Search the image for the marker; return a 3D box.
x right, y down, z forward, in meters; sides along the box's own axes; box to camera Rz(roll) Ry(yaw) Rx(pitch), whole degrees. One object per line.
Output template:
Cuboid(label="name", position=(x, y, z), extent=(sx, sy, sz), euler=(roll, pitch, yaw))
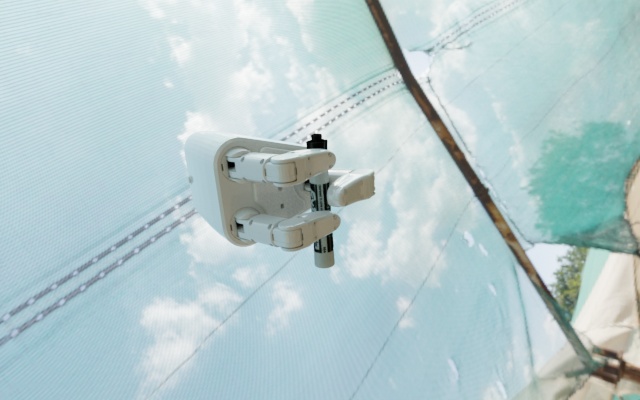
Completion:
Cuboid(label="marker", position=(0.000, 0.001, 0.422), extent=(0.020, 0.121, 0.020), euler=(-4, 17, 1))
